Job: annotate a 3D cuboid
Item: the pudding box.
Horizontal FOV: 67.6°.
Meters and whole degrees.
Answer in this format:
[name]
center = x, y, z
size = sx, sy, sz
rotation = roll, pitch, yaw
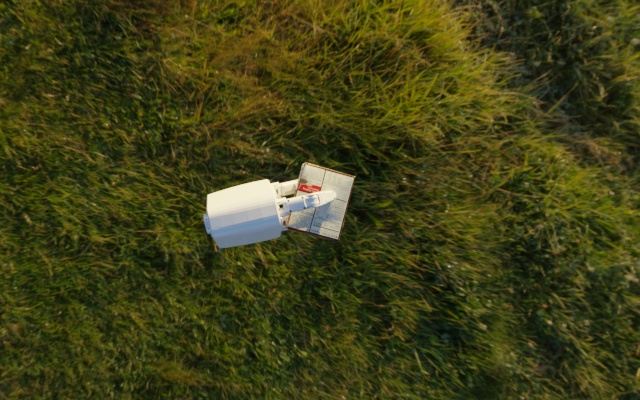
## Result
[pudding box]
center = 0.000, 0.003, 0.787
size = 0.090, 0.113, 0.039
rotation = 15, -1, -6
